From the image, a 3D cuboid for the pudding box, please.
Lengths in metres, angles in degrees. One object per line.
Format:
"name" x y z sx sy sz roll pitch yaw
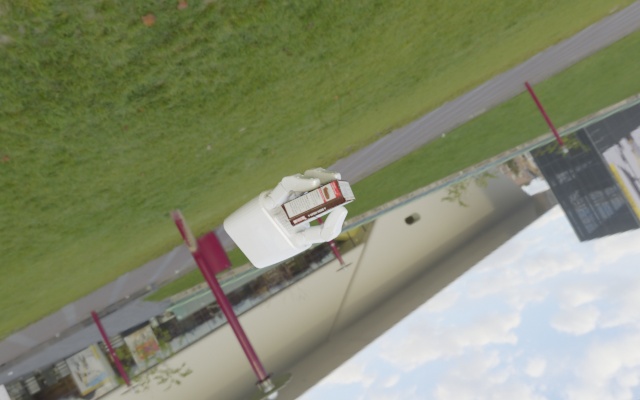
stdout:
"pudding box" 0.000 0.003 0.712 0.090 0.039 0.113 -25 -1 10
